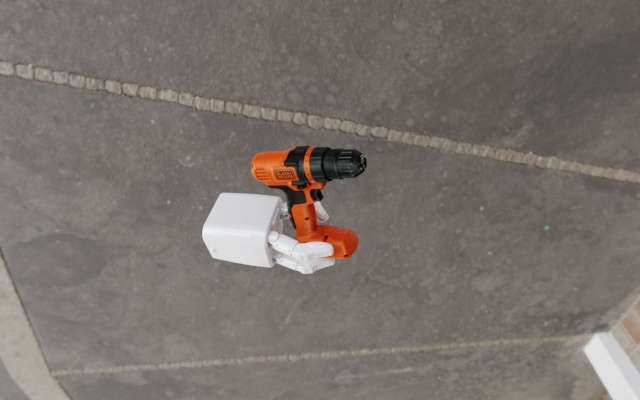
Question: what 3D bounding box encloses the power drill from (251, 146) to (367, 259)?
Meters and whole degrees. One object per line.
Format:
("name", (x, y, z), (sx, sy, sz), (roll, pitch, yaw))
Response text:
("power drill", (0.000, 0.003, 0.730), (0.184, 0.188, 0.057), (1, 36, 30))
